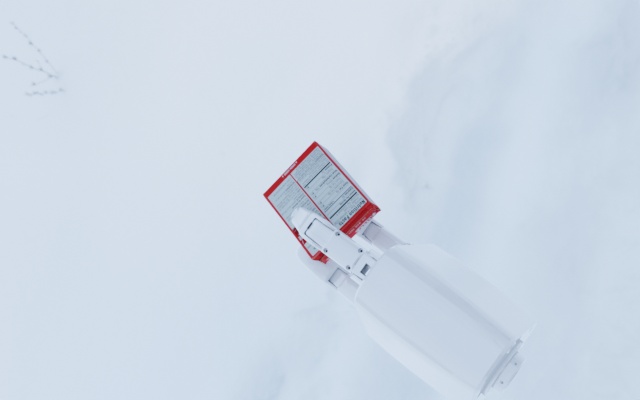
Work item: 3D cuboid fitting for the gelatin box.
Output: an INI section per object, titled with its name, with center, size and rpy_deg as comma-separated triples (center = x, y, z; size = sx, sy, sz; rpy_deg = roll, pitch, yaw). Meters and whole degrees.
[gelatin box]
center = 0.000, 0.001, 0.439
size = 0.089, 0.073, 0.030
rpy_deg = 50, 12, 27
